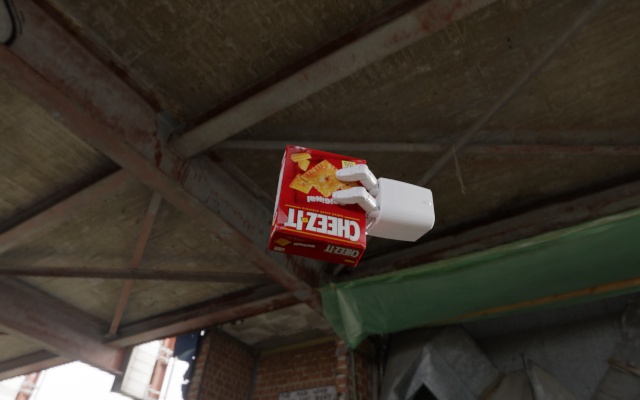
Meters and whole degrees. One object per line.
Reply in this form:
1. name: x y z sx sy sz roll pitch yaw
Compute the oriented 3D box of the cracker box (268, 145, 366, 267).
1. cracker box: 0.000 0.003 0.894 0.164 0.213 0.072 11 -40 -8
